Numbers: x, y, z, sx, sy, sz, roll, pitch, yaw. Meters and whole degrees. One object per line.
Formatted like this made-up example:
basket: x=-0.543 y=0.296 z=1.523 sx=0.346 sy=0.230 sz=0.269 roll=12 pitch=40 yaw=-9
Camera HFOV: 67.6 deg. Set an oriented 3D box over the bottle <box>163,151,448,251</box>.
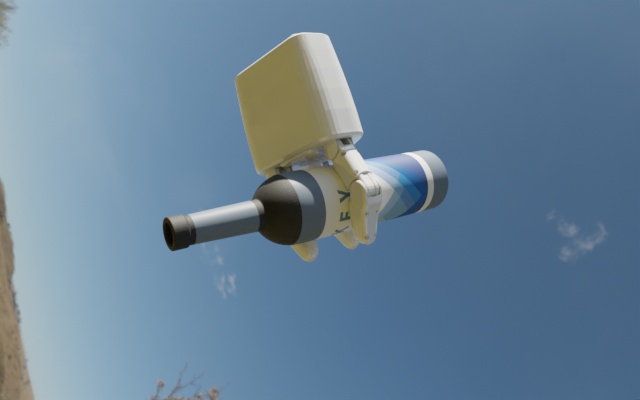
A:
bottle: x=0.000 y=0.002 z=0.454 sx=0.295 sy=0.069 sz=0.069 roll=-12 pitch=7 yaw=-35
